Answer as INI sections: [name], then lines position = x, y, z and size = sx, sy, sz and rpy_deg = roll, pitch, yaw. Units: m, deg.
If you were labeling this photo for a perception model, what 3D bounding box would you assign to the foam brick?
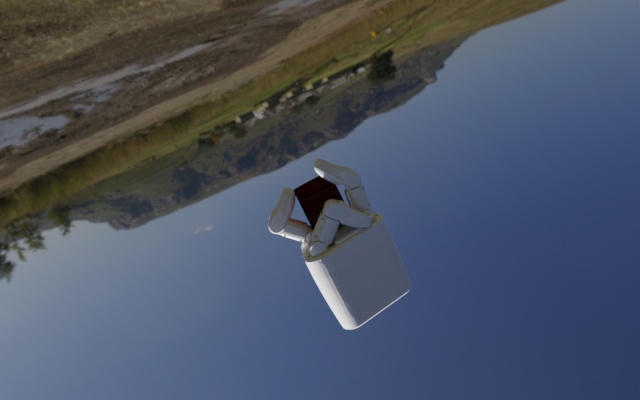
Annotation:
[foam brick]
position = 0.000, 0.002, 0.629
size = 0.053, 0.051, 0.078
rpy_deg = -27, 13, -1
